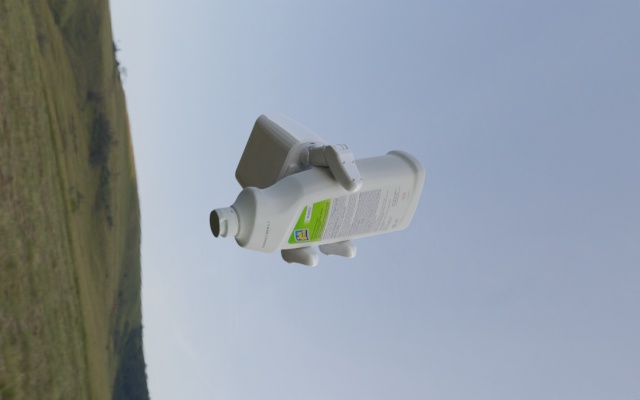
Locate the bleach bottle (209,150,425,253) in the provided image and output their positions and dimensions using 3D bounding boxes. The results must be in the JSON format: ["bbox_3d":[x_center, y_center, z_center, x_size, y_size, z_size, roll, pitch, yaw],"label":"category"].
[{"bbox_3d":[0.000,0.002,0.540,0.251,0.103,0.068,-8,32,-33],"label":"bleach bottle"}]
